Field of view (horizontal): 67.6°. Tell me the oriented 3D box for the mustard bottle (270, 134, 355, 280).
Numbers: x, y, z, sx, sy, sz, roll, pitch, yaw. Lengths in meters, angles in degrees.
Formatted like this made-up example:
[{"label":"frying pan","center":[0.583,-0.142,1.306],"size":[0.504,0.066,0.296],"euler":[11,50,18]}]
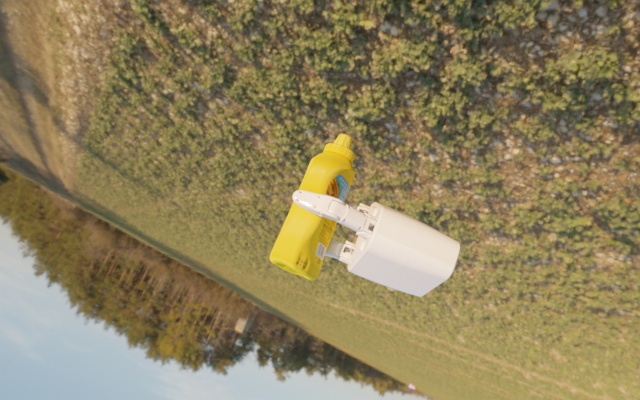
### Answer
[{"label":"mustard bottle","center":[0.000,0.002,0.614],"size":[0.058,0.191,0.096],"euler":[17,-14,22]}]
